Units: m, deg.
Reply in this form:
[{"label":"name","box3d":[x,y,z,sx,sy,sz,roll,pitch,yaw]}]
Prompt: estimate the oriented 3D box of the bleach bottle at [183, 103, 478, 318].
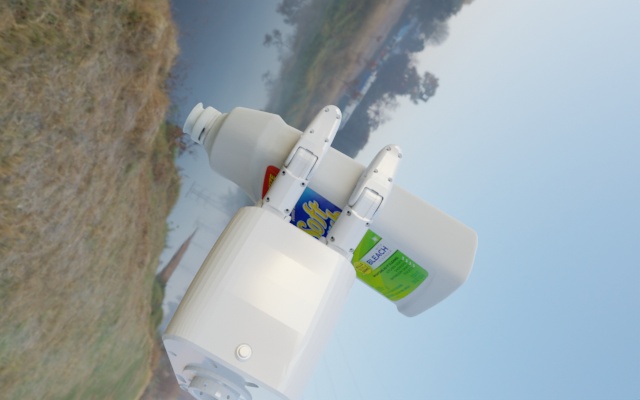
[{"label":"bleach bottle","box3d":[0.000,0.001,0.403,0.251,0.068,0.103,31,-38,-4]}]
